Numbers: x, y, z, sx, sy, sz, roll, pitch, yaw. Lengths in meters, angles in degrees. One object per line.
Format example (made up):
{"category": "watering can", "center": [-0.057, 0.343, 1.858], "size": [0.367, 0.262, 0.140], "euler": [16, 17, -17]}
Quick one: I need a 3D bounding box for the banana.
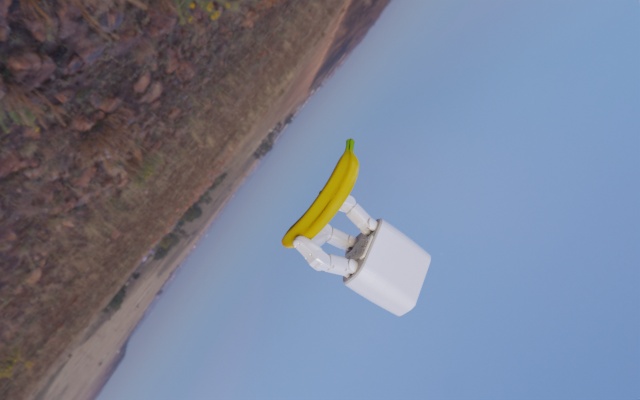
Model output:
{"category": "banana", "center": [0.002, 0.007, 0.688], "size": [0.037, 0.198, 0.069], "euler": [31, 19, -14]}
